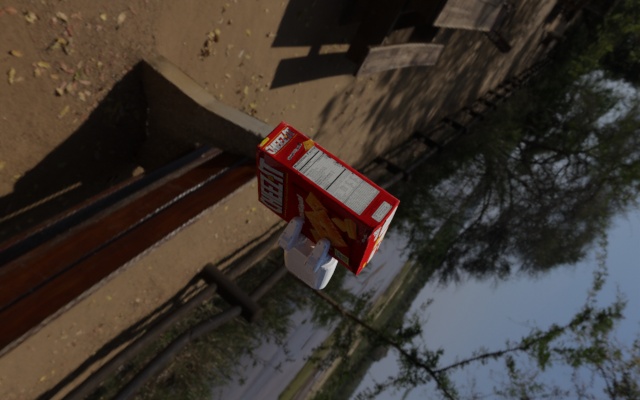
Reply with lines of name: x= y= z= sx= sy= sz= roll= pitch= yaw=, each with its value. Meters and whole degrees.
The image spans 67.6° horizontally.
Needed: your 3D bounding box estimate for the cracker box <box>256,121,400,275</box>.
cracker box: x=0.000 y=0.002 z=0.734 sx=0.213 sy=0.072 sz=0.164 roll=36 pitch=-27 yaw=14
